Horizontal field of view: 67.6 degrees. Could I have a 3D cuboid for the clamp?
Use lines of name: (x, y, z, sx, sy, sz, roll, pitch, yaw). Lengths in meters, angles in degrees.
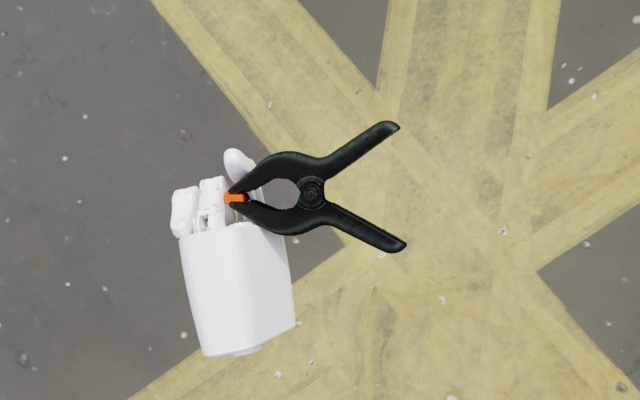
clamp: (0.000, 0.001, 0.442, 0.171, 0.120, 0.039, -12, -3, 9)
